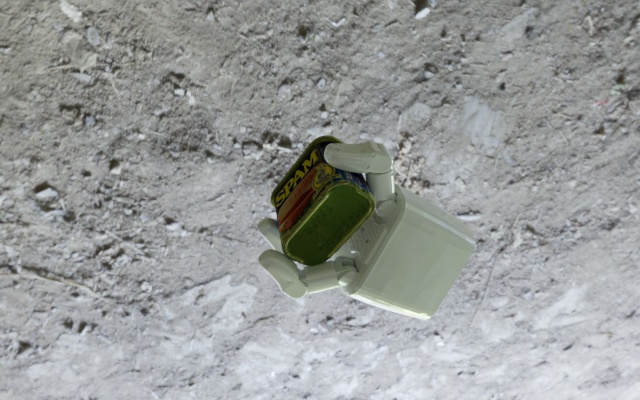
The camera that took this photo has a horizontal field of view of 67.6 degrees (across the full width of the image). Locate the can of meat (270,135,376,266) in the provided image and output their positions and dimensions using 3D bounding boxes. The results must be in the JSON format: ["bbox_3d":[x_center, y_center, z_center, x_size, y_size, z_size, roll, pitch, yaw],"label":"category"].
[{"bbox_3d":[0.000,0.002,0.461,0.057,0.102,0.084,29,25,-28],"label":"can of meat"}]
